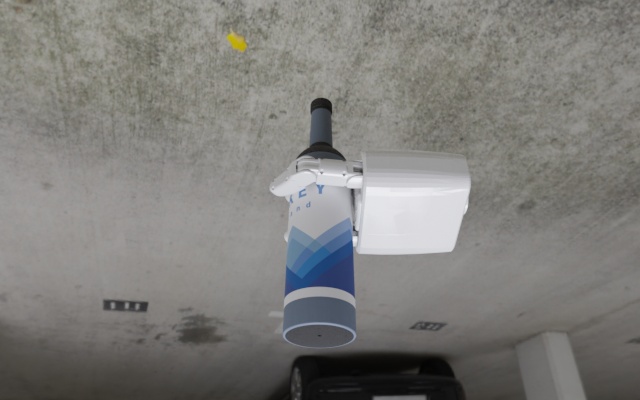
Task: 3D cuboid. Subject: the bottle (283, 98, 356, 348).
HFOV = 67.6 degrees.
[{"bbox_3d":[0.000,0.002,0.512,0.069,0.295,0.069,0,-35,0],"label":"bottle"}]
